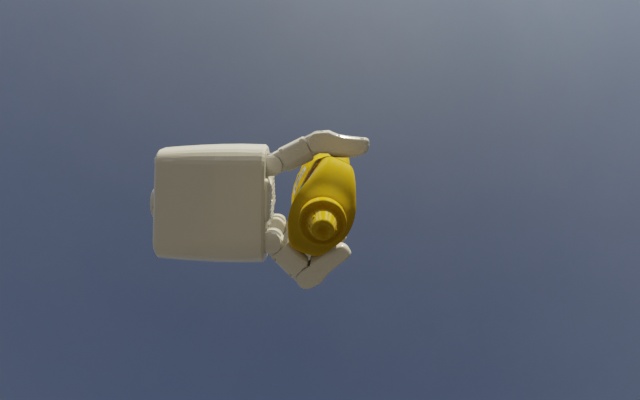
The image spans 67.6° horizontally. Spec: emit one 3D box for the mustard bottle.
[{"bbox_3d":[0.000,0.002,0.474,0.058,0.096,0.191,24,12,-6],"label":"mustard bottle"}]
